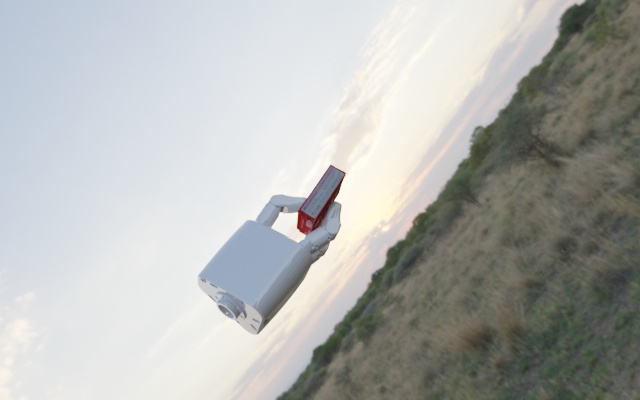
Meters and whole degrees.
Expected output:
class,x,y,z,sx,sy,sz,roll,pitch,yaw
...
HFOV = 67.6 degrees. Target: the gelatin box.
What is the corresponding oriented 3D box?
class,x,y,z,sx,sy,sz,roll,pitch,yaw
gelatin box,0.000,0.002,0.688,0.030,0.089,0.073,30,-22,7
